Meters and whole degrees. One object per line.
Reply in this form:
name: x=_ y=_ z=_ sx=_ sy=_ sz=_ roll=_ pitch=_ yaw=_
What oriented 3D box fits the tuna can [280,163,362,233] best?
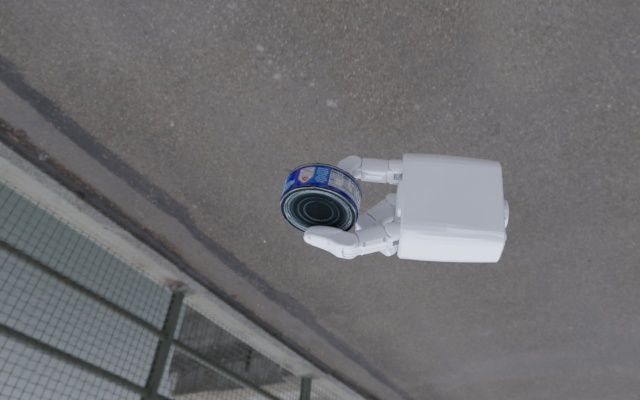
tuna can: x=0.000 y=0.002 z=0.512 sx=0.086 sy=0.033 sz=0.086 roll=8 pitch=-40 yaw=7
